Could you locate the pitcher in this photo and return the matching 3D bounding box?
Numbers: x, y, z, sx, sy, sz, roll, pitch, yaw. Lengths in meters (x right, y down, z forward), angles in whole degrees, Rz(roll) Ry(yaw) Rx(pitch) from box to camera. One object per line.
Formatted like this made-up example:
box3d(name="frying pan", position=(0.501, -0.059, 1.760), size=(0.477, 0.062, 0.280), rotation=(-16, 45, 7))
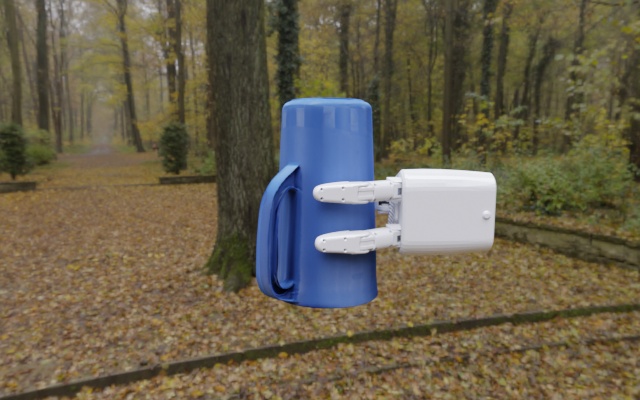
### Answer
box3d(name="pitcher", position=(0.000, 0.002, 0.580), size=(0.145, 0.243, 0.149), rotation=(0, 7, -2))
